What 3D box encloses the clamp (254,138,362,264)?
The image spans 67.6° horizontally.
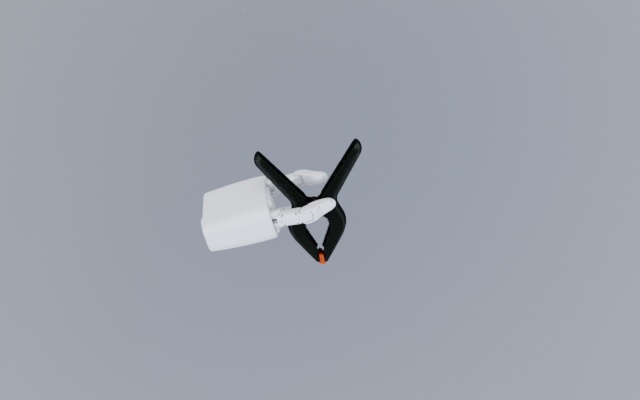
[{"bbox_3d":[0.000,0.003,0.759,0.164,0.210,0.036,-13,23,3],"label":"clamp"}]
